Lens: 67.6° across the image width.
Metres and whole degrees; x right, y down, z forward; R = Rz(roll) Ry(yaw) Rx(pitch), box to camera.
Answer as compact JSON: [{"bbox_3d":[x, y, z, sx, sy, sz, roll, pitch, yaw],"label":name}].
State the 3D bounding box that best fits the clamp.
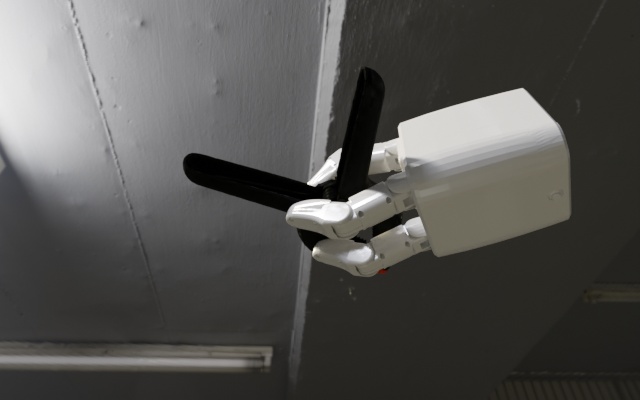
[{"bbox_3d":[0.000,0.001,0.404,0.164,0.036,0.210,-16,-45,15],"label":"clamp"}]
